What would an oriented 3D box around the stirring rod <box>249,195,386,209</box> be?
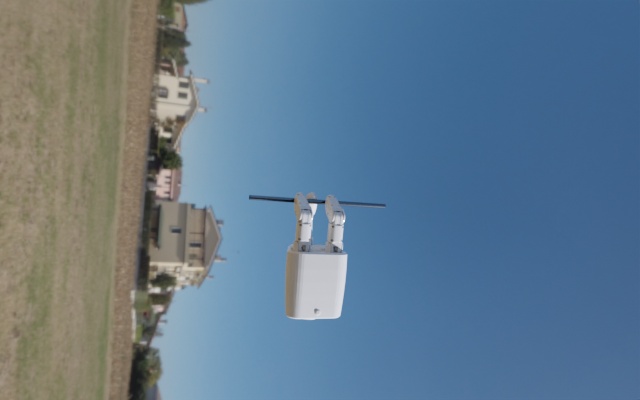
[{"bbox_3d":[0.000,0.003,0.801,0.239,0.011,0.011,4,-1,-20],"label":"stirring rod"}]
